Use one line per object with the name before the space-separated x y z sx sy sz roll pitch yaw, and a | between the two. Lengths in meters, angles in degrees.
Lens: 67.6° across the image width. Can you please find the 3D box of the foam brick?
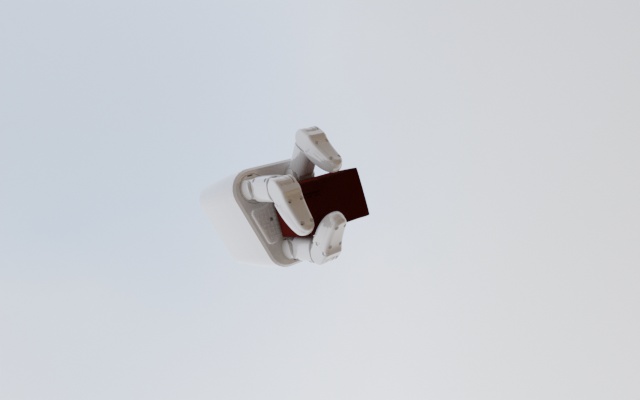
foam brick | 0.000 0.002 0.486 0.078 0.053 0.051 -17 5 -35
